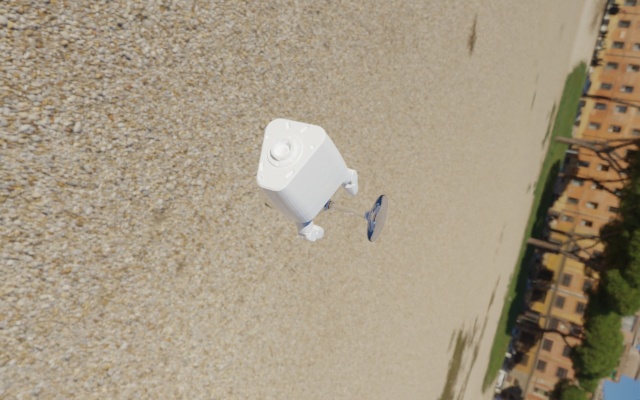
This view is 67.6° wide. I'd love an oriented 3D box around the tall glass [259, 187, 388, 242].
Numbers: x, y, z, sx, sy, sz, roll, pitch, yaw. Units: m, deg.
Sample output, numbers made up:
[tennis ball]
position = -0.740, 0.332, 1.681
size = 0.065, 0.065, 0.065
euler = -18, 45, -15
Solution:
[tall glass]
position = 0.001, 0.003, 0.762
size = 0.201, 0.079, 0.079
euler = 16, 7, 25
